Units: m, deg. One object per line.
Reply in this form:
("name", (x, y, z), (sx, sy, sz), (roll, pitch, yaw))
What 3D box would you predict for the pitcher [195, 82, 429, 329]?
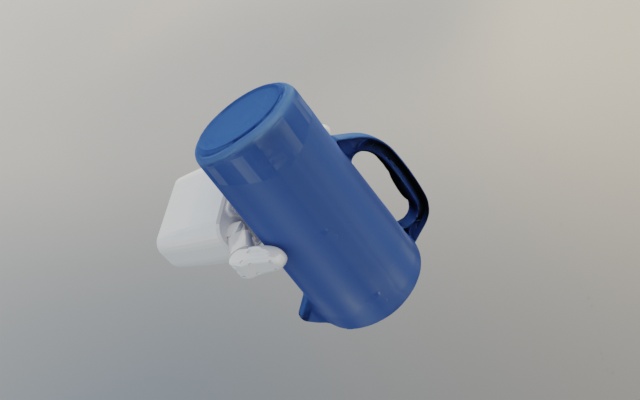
("pitcher", (0.000, 0.002, 0.477), (0.145, 0.149, 0.243), (-13, -51, 34))
